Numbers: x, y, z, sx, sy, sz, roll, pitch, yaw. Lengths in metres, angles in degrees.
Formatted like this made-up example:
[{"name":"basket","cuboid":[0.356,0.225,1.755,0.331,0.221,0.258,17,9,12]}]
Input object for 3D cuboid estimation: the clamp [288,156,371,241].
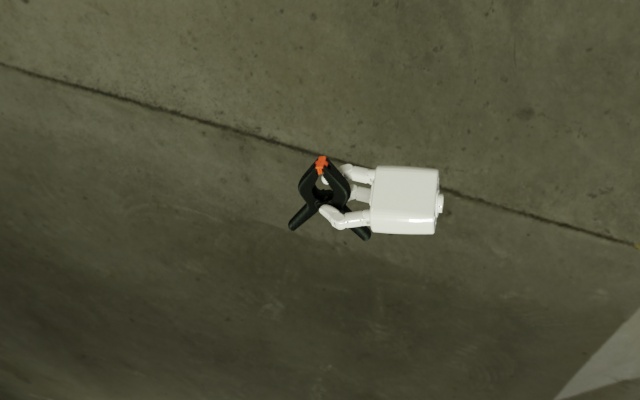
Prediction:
[{"name":"clamp","cuboid":[0.000,0.003,0.873,0.164,0.036,0.210,1,-40,16]}]
